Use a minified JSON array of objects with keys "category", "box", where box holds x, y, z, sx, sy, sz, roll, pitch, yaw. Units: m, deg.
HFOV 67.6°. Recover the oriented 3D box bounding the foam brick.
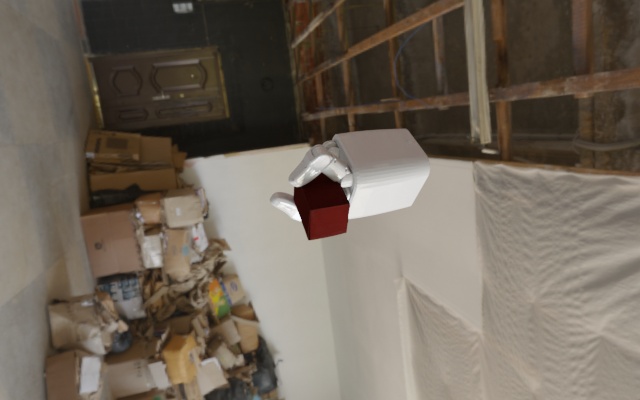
[{"category":"foam brick","box":[0.000,0.002,0.601,0.051,0.053,0.078,-8,44,-15]}]
